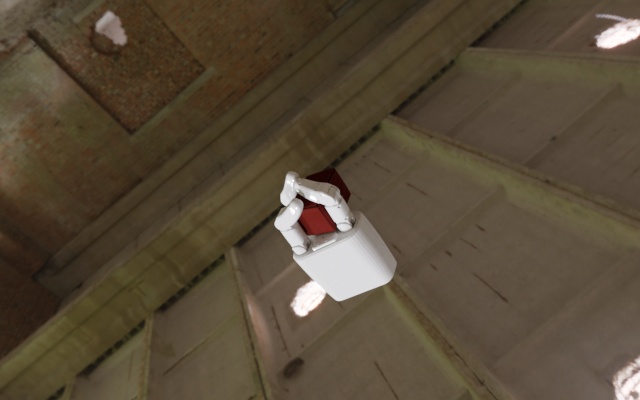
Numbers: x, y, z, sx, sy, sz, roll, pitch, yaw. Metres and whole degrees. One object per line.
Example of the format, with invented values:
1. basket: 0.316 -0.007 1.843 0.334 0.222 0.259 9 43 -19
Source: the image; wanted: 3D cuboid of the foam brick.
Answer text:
1. foam brick: 0.000 0.002 0.676 0.053 0.078 0.051 -13 -53 37
